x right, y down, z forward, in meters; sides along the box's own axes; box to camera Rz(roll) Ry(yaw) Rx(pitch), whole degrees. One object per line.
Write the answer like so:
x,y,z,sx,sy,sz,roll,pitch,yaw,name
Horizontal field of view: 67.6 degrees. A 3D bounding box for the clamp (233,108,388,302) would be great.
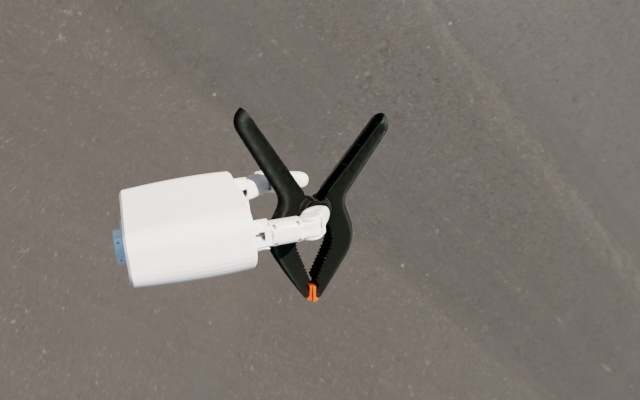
0.000,0.002,0.506,0.164,0.210,0.036,-9,14,-18,clamp
